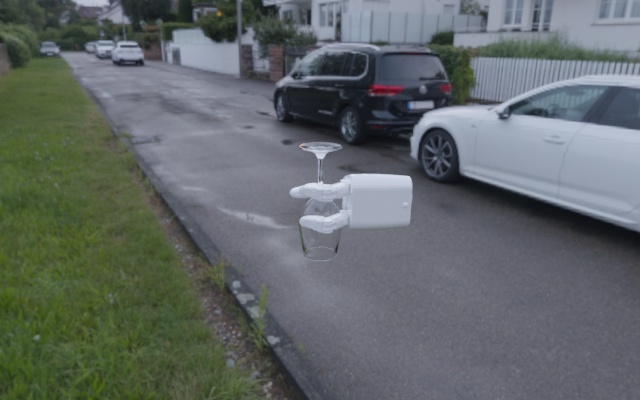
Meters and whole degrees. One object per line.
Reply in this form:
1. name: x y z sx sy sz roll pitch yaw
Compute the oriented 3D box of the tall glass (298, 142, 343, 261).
1. tall glass: 0.000 0.002 0.840 0.079 0.201 0.079 1 18 0
